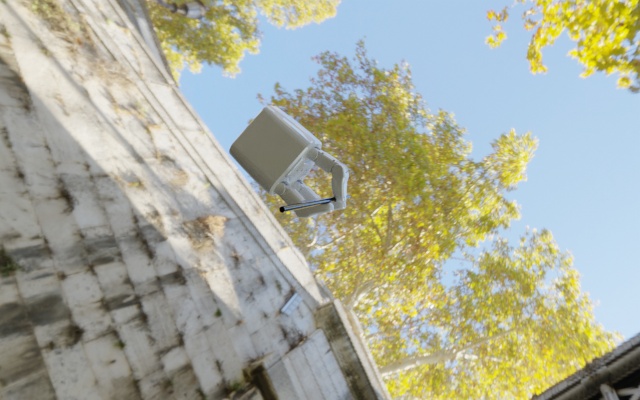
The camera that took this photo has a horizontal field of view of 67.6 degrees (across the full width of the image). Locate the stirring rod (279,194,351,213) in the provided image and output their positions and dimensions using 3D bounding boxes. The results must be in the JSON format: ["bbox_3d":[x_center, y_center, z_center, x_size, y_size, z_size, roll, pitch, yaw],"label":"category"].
[{"bbox_3d":[0.000,0.002,0.699,0.011,0.011,0.239,0,4,23],"label":"stirring rod"}]
